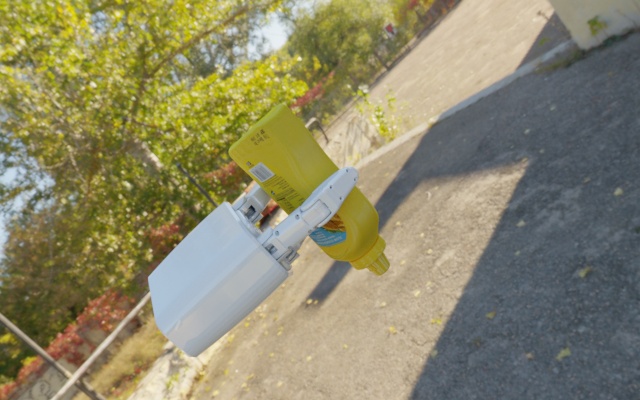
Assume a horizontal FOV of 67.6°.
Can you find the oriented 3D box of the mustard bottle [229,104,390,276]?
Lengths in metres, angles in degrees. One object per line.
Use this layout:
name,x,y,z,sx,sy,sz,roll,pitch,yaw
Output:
mustard bottle,0.000,0.001,0.460,0.058,0.192,0.096,-49,14,-28
